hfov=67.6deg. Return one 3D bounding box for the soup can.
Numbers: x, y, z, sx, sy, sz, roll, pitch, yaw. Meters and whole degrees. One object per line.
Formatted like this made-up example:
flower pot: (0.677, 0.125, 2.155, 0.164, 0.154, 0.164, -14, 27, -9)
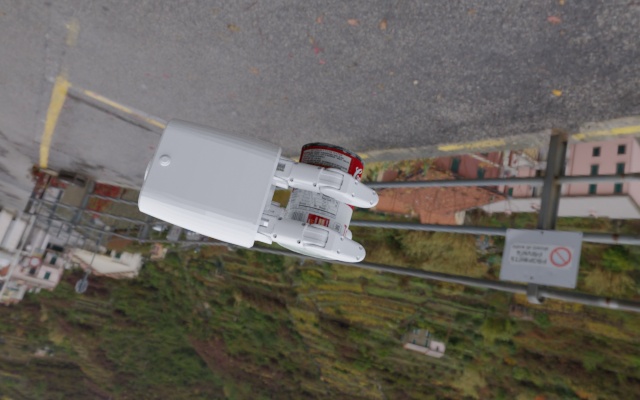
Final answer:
soup can: (0.000, 0.002, 0.483, 0.068, 0.102, 0.068, 14, -15, 4)
